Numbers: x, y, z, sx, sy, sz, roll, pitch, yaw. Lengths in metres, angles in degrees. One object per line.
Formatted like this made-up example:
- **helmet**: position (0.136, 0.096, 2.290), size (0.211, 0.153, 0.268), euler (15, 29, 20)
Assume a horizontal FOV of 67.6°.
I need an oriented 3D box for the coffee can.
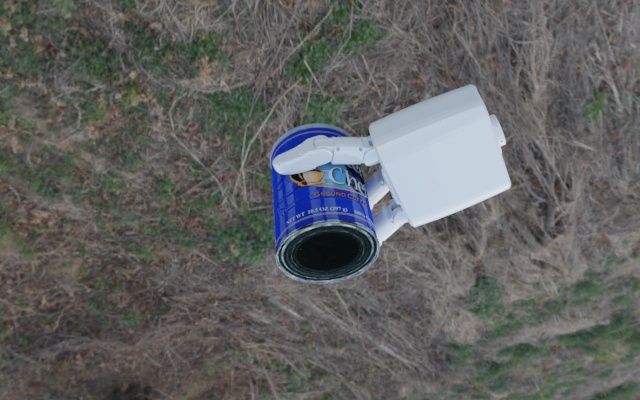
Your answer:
- **coffee can**: position (0.000, 0.002, 0.508), size (0.103, 0.140, 0.103), euler (-5, -41, -4)
